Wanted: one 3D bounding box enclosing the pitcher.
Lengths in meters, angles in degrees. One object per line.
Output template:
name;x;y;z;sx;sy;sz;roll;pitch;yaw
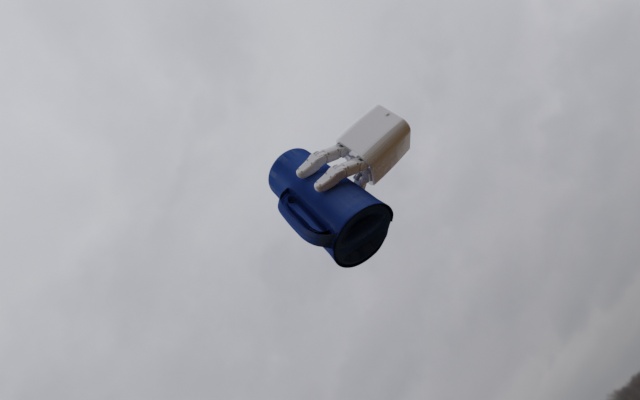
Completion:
pitcher;0.000;0.003;0.872;0.242;0.145;0.149;41;-8;38
